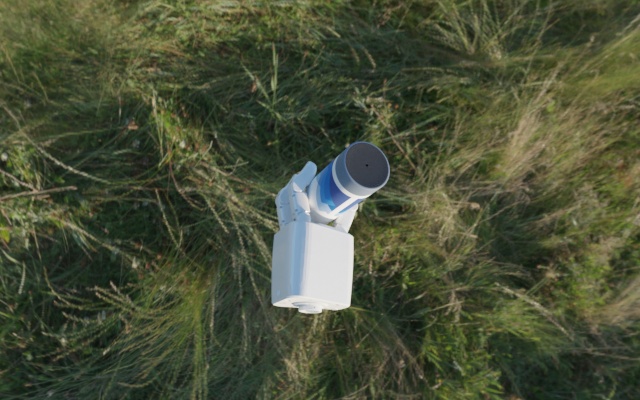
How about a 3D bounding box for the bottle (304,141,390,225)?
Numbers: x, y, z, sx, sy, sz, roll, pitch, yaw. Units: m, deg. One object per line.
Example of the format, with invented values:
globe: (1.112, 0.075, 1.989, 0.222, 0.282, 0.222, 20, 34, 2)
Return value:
bottle: (0.000, 0.002, 0.726, 0.069, 0.069, 0.296, 0, -19, -25)
